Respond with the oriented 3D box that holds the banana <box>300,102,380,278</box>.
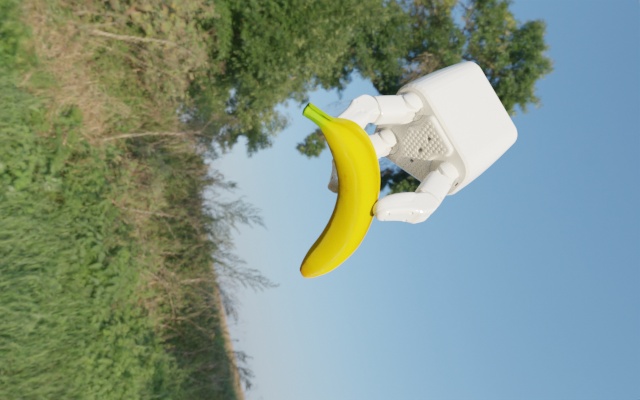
[{"bbox_3d":[0.018,0.003,0.440,0.069,0.198,0.037,14,38,15],"label":"banana"}]
